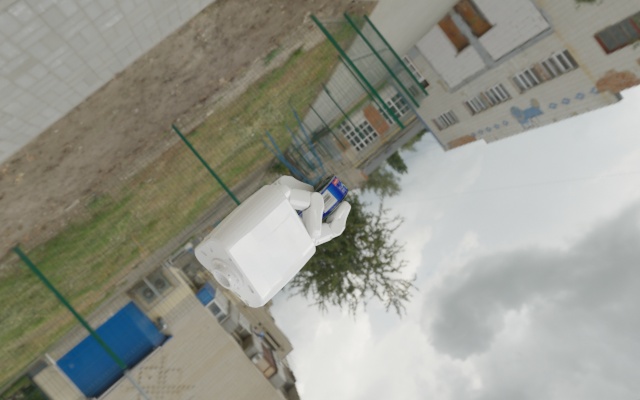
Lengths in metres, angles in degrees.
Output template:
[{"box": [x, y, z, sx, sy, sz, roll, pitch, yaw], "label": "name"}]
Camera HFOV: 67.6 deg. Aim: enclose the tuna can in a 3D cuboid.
[{"box": [0.001, 0.003, 0.702, 0.086, 0.034, 0.086, -43, 7, 7], "label": "tuna can"}]
